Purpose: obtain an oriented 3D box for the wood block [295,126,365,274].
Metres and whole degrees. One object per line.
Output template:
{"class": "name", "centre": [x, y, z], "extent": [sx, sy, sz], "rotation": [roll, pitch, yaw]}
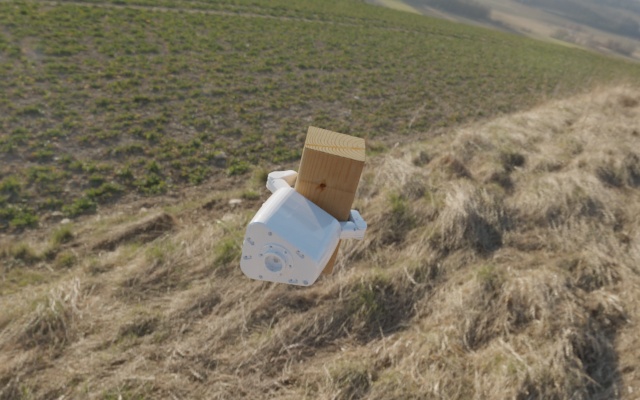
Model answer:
{"class": "wood block", "centre": [0.000, 0.003, 0.752], "extent": [0.091, 0.206, 0.090], "rotation": [13, 29, -3]}
